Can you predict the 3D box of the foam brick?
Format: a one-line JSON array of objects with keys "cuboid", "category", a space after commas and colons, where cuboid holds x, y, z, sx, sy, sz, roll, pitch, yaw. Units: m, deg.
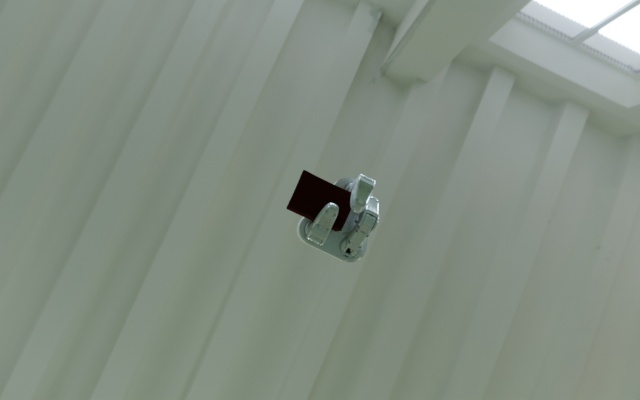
[{"cuboid": [0.000, 0.002, 0.627, 0.078, 0.053, 0.051, 26, -6, -4], "category": "foam brick"}]
